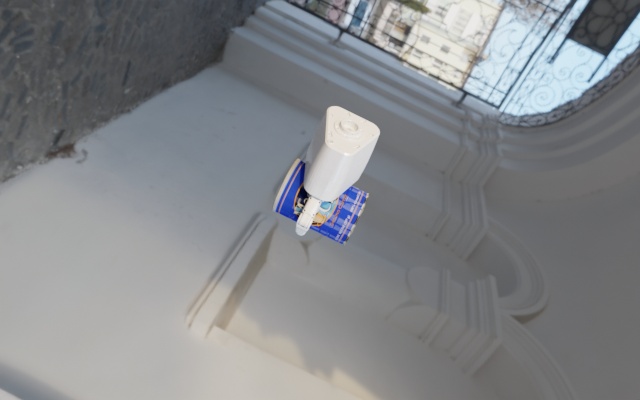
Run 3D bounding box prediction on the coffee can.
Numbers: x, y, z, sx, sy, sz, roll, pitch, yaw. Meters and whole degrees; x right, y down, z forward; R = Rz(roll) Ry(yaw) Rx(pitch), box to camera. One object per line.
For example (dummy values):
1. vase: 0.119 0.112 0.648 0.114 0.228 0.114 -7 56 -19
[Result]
1. coffee can: 0.000 0.003 0.838 0.140 0.103 0.103 26 0 1
